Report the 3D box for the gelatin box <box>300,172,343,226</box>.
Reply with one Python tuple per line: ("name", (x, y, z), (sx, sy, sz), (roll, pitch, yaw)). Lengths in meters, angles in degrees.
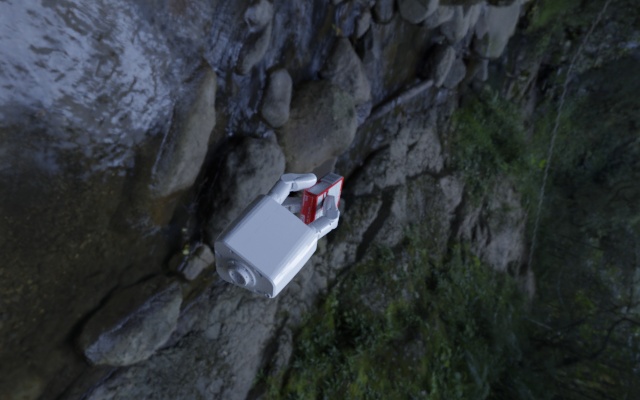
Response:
("gelatin box", (0.001, 0.003, 0.791), (0.030, 0.073, 0.089), (24, 34, 22))
